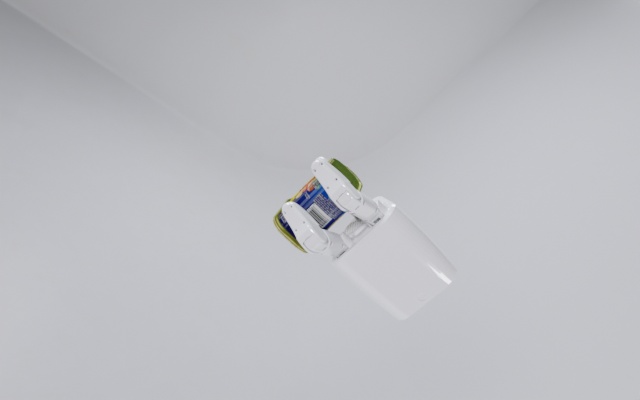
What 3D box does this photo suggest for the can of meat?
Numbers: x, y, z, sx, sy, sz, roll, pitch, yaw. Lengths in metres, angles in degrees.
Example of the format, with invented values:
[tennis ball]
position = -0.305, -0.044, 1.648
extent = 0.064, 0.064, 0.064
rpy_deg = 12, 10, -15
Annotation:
[can of meat]
position = 0.000, 0.002, 0.557
extent = 0.084, 0.057, 0.102
rpy_deg = -45, 5, 19
